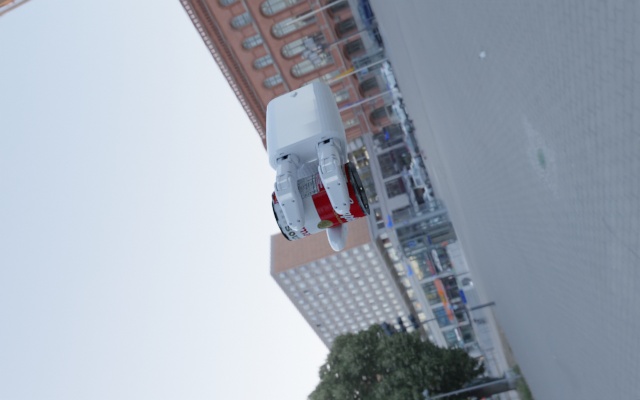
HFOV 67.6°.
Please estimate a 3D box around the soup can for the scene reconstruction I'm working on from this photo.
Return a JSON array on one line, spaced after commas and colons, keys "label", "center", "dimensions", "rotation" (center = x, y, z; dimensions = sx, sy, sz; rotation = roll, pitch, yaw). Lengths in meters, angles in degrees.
[{"label": "soup can", "center": [0.000, 0.002, 0.571], "dimensions": [0.102, 0.068, 0.068], "rotation": [-20, -4, 12]}]
